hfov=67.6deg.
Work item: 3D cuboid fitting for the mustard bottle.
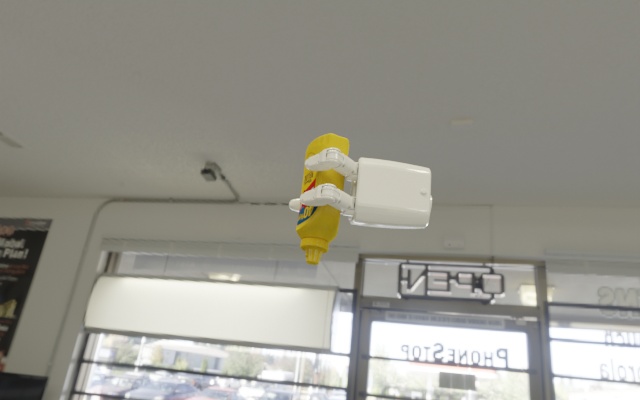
[{"bbox_3d":[0.000,0.002,0.719,0.058,0.191,0.096,16,-23,-22],"label":"mustard bottle"}]
